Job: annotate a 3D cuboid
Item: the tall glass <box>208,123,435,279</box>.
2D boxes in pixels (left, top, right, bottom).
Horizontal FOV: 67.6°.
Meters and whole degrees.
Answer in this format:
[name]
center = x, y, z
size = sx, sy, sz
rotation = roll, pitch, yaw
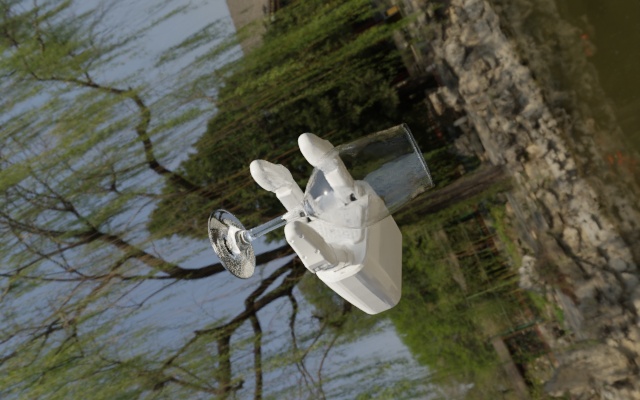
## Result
[tall glass]
center = -0.001, 0.002, 0.441
size = 0.201, 0.079, 0.079
rotation = -26, -8, 16
